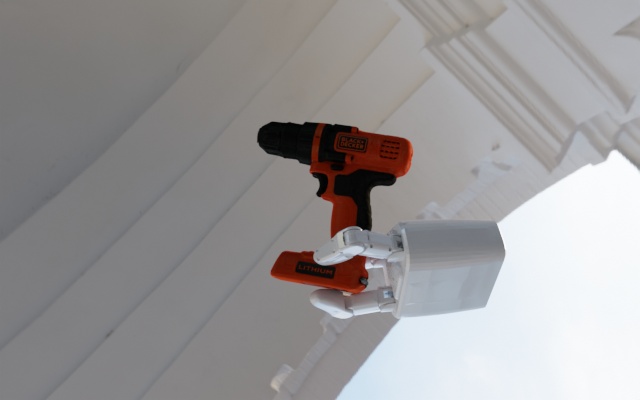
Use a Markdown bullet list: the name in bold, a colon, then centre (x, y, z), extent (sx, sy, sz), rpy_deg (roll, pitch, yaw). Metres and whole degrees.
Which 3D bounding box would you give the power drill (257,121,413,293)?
- **power drill**: centre (0.000, 0.002, 0.540), extent (0.184, 0.187, 0.057), rpy_deg (9, -11, 13)
